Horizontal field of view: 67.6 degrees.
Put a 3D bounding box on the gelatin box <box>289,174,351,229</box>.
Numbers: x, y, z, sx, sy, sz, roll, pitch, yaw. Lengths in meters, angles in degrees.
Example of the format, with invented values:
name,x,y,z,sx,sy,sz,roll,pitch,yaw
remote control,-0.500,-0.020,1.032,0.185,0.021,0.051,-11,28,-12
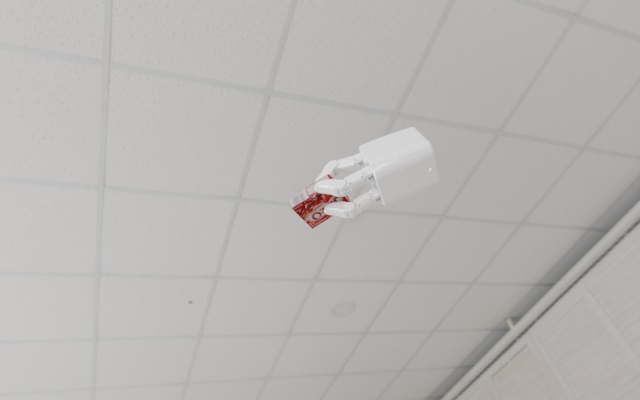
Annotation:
name,x,y,z,sx,sy,sz,roll,pitch,yaw
gelatin box,0.000,0.003,0.858,0.089,0.030,0.073,-31,-45,11
